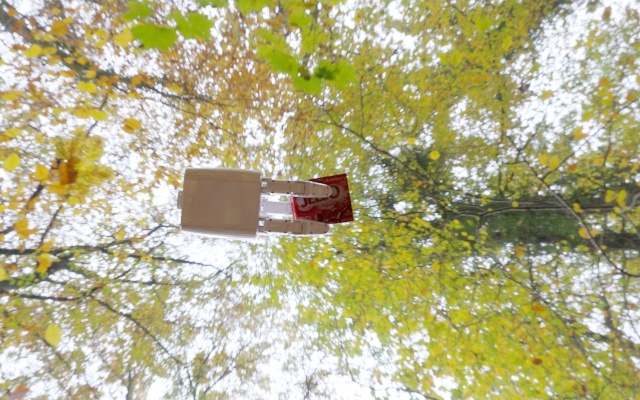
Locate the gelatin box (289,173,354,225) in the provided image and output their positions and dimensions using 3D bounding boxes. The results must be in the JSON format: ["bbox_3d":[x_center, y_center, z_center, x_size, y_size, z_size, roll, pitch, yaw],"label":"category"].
[{"bbox_3d":[0.000,0.002,0.710,0.089,0.073,0.030,-9,0,-15],"label":"gelatin box"}]
